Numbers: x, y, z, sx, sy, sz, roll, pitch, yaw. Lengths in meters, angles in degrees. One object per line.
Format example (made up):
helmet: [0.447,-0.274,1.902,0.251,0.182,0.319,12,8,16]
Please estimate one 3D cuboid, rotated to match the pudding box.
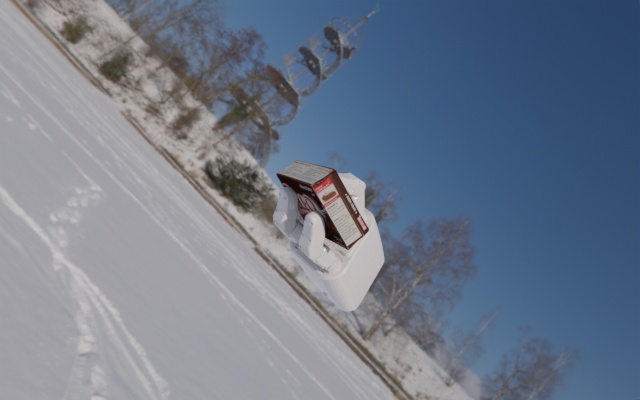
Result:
pudding box: [0.000,0.002,0.567,0.039,0.090,0.113,-38,22,-17]
